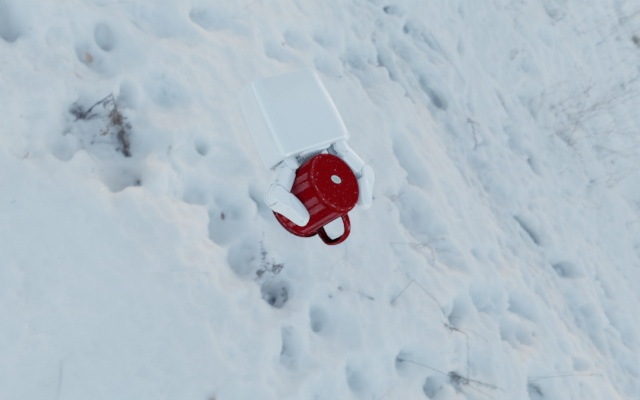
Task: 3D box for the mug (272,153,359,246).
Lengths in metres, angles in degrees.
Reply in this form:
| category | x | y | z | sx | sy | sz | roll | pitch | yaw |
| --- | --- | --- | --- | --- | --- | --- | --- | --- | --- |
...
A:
| category | x | y | z | sx | sy | sz | roll | pitch | yaw |
| --- | --- | --- | --- | --- | --- | --- | --- | --- | --- |
| mug | 0.001 | 0.003 | 0.612 | 0.093 | 0.117 | 0.081 | -19 | -9 | -46 |
